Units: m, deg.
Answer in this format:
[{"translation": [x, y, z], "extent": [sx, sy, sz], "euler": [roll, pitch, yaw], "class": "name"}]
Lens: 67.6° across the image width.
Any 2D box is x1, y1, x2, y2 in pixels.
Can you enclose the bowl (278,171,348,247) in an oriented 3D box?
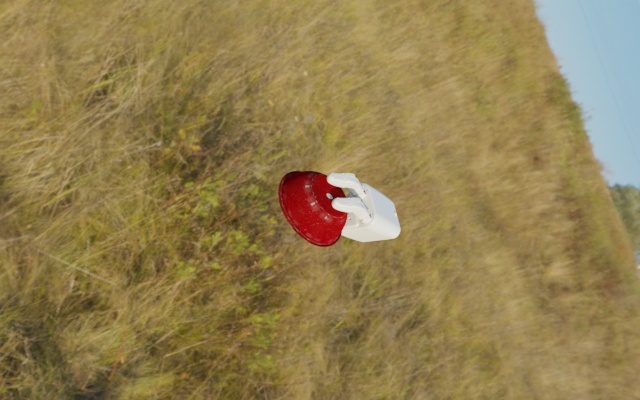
[{"translation": [0.000, 0.003, 0.889], "extent": [0.055, 0.162, 0.162], "euler": [-34, -22, 36], "class": "bowl"}]
